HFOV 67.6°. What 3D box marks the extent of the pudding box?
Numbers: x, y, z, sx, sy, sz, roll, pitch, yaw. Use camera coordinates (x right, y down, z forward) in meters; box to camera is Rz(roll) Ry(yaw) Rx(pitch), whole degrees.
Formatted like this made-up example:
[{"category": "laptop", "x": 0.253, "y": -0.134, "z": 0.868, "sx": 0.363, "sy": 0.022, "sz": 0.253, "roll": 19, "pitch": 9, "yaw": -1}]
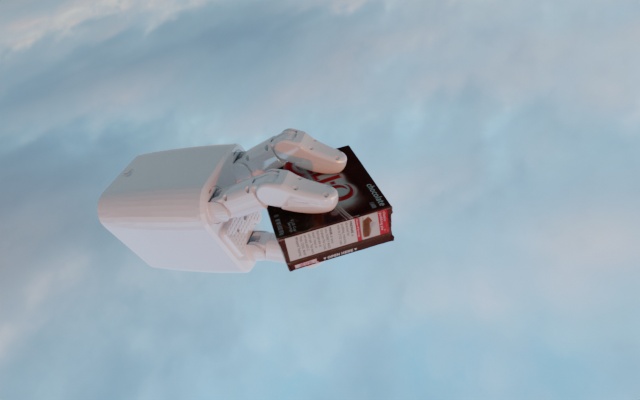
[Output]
[{"category": "pudding box", "x": 0.000, "y": 0.001, "z": 0.400, "sx": 0.090, "sy": 0.039, "sz": 0.113, "roll": -17, "pitch": 37, "yaw": -6}]
